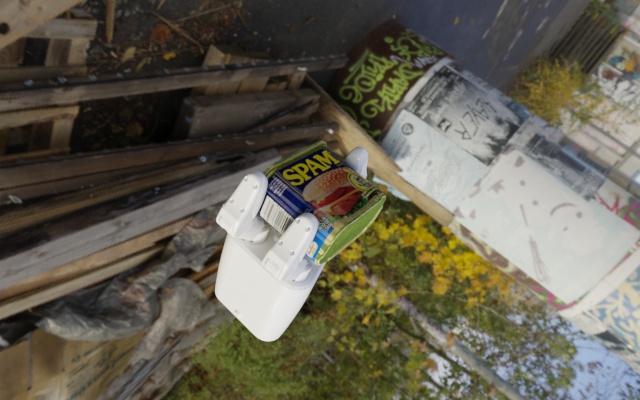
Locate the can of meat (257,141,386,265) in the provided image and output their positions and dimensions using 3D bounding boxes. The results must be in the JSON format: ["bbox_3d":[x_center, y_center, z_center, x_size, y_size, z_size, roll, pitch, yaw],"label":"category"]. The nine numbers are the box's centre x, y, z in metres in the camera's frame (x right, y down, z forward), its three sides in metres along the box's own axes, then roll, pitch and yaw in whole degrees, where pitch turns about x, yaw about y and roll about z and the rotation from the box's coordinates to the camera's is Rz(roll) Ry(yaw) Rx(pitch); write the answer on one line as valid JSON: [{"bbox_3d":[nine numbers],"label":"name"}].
[{"bbox_3d":[0.000,0.002,0.434,0.084,0.057,0.102,40,41,16],"label":"can of meat"}]
